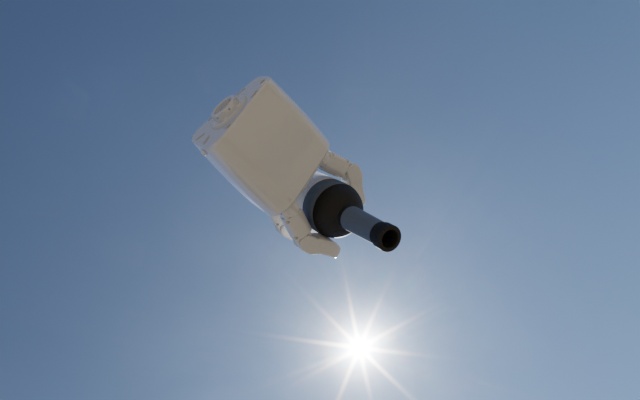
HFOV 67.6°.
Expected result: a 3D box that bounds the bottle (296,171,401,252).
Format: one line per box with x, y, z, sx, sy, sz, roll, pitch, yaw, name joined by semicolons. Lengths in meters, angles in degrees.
0.000;0.002;0.587;0.069;0.069;0.295;0;14;-28;bottle
